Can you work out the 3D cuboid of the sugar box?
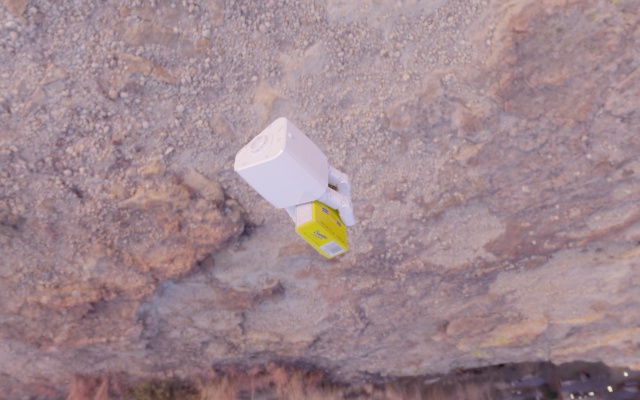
[{"bbox_3d":[0.000,0.002,0.810,0.048,0.176,0.093,-26,-49,25],"label":"sugar box"}]
